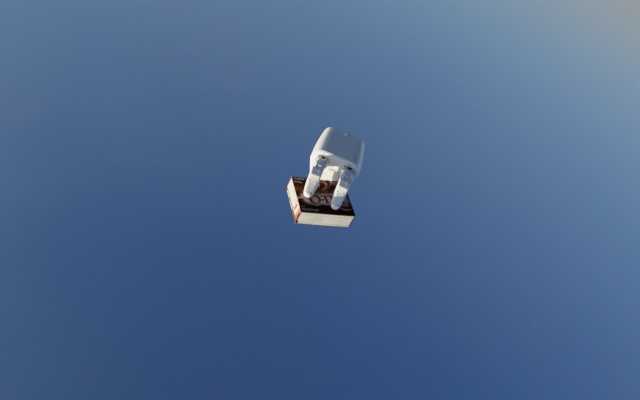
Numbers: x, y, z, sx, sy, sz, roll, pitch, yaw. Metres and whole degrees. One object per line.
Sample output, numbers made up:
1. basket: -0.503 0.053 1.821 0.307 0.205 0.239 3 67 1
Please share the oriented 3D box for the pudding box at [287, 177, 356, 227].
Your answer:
1. pudding box: 0.000 0.003 0.890 0.113 0.090 0.039 3 -45 -22
